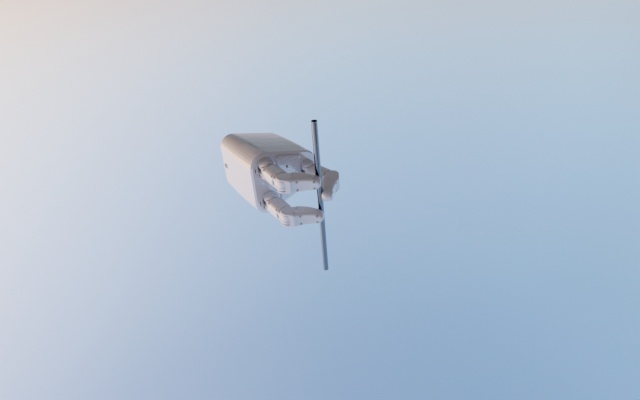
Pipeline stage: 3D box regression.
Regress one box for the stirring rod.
[{"bbox_3d":[0.000,0.002,0.658,0.011,0.240,0.011,-3,33,2],"label":"stirring rod"}]
